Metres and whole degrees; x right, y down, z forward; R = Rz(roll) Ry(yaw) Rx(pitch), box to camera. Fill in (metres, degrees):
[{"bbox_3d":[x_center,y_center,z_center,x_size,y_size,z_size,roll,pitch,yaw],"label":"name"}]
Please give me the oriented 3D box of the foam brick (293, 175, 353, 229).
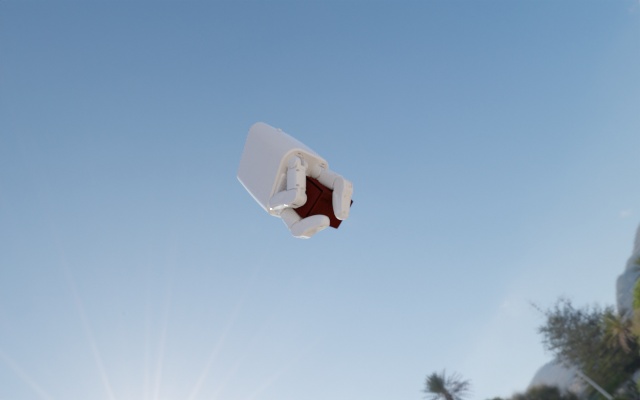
[{"bbox_3d":[0.000,0.003,0.717,0.078,0.053,0.051,19,16,-49],"label":"foam brick"}]
